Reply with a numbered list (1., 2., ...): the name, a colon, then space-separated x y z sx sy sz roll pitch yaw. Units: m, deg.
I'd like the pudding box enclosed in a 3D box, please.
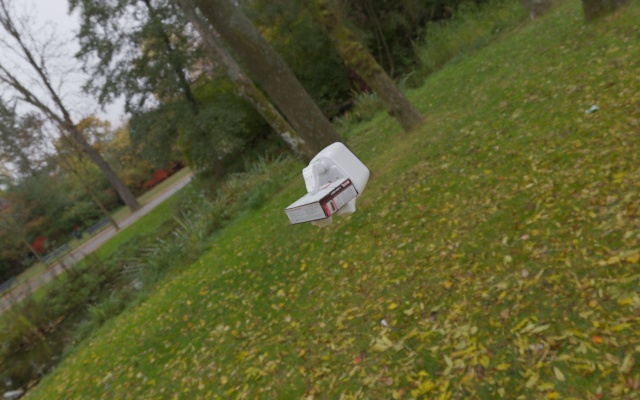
1. pudding box: 0.000 0.003 0.871 0.090 0.039 0.113 -38 13 -35
